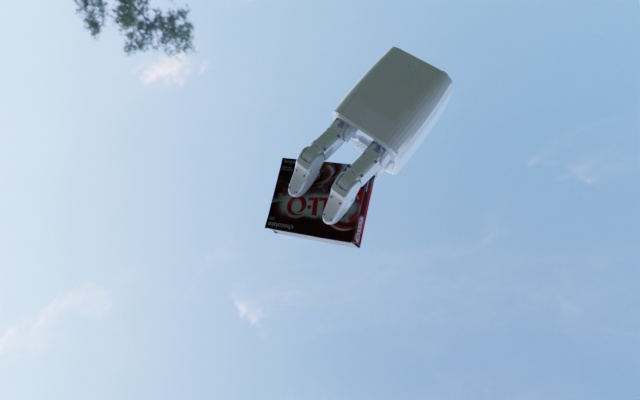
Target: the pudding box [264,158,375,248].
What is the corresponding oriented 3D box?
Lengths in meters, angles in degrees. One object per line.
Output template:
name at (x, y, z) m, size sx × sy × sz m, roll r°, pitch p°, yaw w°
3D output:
pudding box at (0.000, 0.002, 0.559) m, size 0.113 × 0.090 × 0.039 m, roll 7°, pitch -15°, yaw 24°
